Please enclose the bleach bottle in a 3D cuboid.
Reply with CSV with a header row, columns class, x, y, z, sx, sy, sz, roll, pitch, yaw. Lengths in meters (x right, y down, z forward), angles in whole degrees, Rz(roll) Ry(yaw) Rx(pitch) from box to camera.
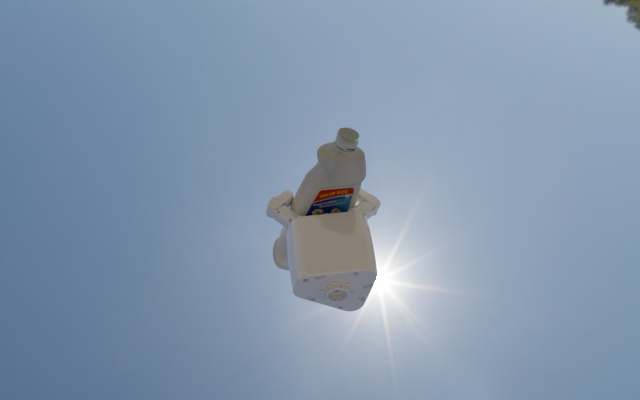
class,x,y,z,sx,sy,sz,roll,pitch,yaw
bleach bottle,0.000,0.002,0.713,0.102,0.251,0.068,7,40,-13
